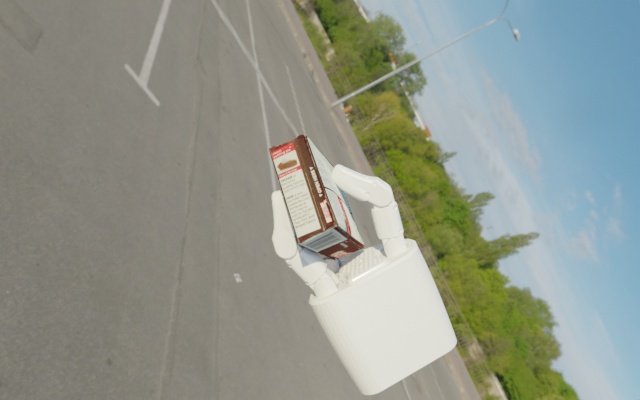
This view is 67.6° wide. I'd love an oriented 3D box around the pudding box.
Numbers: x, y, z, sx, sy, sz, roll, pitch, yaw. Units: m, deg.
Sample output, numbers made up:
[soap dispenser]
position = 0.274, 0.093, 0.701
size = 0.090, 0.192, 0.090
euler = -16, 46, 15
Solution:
[pudding box]
position = 0.000, 0.001, 0.438
size = 0.039, 0.090, 0.113
euler = -23, -19, 9
